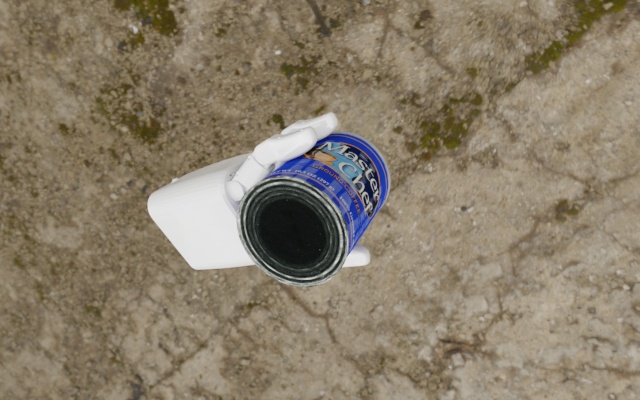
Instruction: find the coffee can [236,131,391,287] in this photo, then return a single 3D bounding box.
[{"bbox_3d":[0.000,0.001,0.455,0.103,0.103,0.140,0,22,23],"label":"coffee can"}]
